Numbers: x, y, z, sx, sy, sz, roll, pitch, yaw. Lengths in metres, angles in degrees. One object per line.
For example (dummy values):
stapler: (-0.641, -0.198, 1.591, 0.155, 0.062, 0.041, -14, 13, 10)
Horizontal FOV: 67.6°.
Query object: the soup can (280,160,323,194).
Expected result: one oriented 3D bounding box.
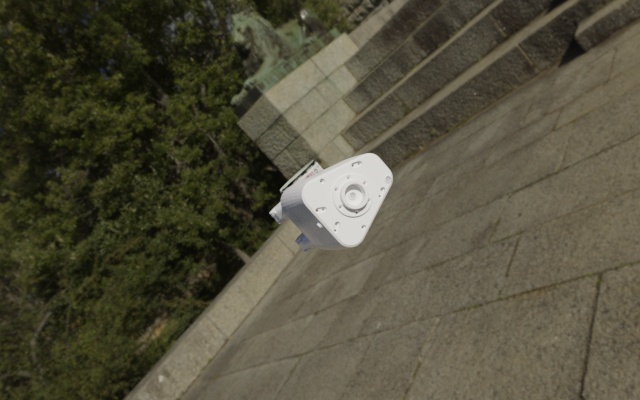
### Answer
soup can: (0.000, 0.002, 0.674, 0.068, 0.102, 0.068, -41, 7, 7)
